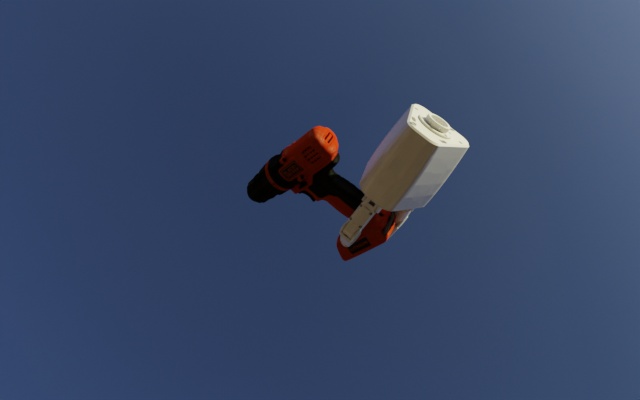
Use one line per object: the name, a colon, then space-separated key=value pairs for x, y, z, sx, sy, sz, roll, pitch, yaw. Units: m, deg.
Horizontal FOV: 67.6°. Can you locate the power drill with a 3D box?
power drill: x=0.001 y=0.002 z=0.683 sx=0.184 sy=0.188 sz=0.057 roll=-32 pitch=21 yaw=44
